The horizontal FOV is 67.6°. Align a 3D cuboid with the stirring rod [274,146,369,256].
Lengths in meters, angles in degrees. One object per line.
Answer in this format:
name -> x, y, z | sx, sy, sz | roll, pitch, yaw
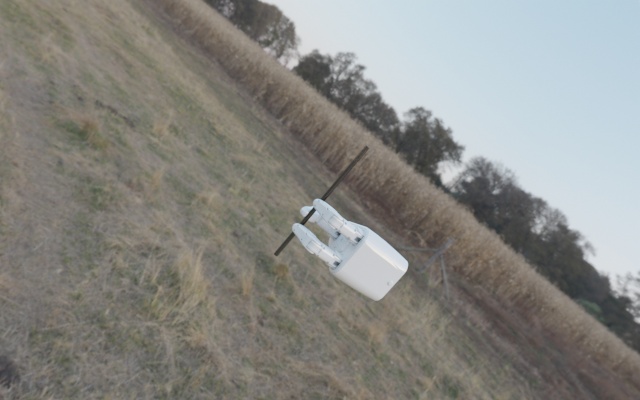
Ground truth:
stirring rod -> 0.000, 0.003, 0.800 | 0.011, 0.239, 0.011 | 39, 8, -7
